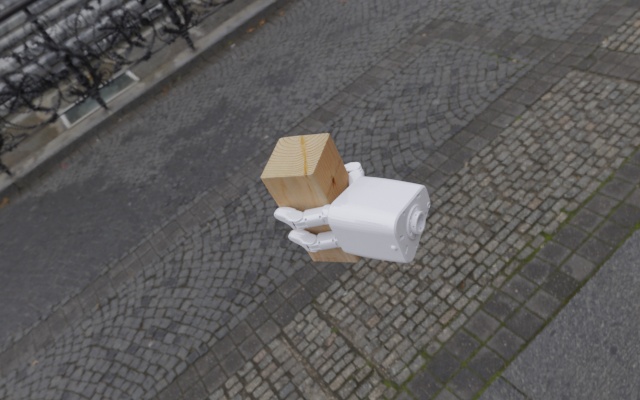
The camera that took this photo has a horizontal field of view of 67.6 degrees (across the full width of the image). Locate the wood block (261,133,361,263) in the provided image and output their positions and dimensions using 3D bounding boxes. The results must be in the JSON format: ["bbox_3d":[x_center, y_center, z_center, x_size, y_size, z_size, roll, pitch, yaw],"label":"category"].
[{"bbox_3d":[0.001,0.002,0.763,0.090,0.090,0.206,-2,-43,27],"label":"wood block"}]
